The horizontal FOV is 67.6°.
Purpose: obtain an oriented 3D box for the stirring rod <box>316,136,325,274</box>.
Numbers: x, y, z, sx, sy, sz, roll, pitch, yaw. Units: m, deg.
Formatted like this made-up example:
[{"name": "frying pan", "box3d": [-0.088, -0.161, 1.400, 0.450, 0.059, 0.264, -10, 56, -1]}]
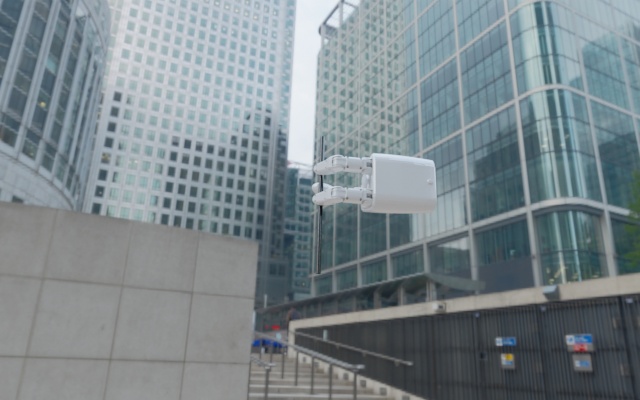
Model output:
[{"name": "stirring rod", "box3d": [0.000, 0.003, 0.799, 0.011, 0.239, 0.011, 2, -19, 1]}]
